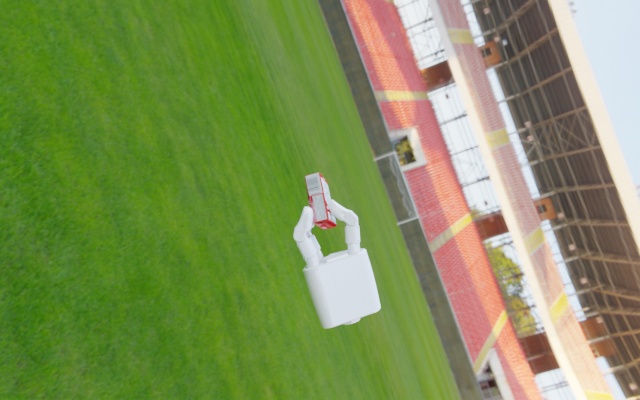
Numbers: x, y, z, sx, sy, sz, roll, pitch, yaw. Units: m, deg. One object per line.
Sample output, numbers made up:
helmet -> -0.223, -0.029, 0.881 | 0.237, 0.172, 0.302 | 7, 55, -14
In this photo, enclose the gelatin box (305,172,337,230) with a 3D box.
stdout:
gelatin box -> 0.001, 0.002, 0.842 | 0.030, 0.089, 0.073 | -13, -13, 9
